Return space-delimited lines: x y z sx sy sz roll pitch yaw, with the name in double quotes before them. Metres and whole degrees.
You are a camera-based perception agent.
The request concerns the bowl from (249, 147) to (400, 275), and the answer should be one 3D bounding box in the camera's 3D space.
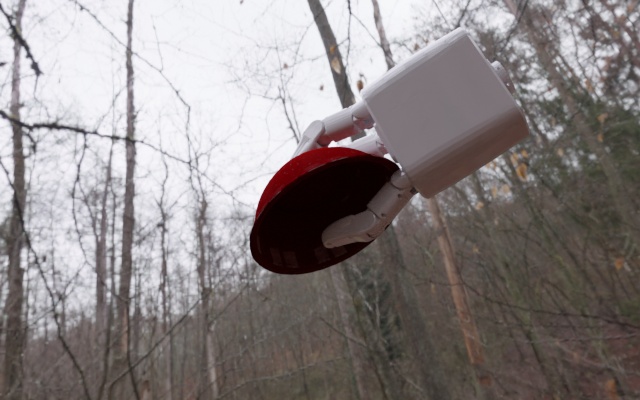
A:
"bowl" -0.001 0.002 0.464 0.162 0.055 0.162 -19 -37 -15
